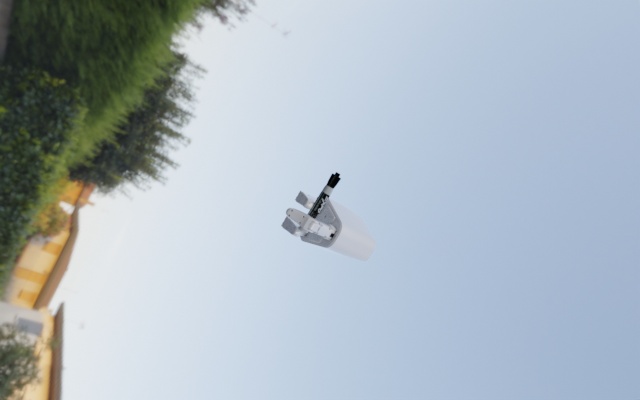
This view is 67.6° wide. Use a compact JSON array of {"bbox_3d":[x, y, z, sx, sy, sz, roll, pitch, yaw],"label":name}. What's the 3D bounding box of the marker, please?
[{"bbox_3d":[0.000,0.003,0.849,0.020,0.121,0.020,31,6,-3],"label":"marker"}]
